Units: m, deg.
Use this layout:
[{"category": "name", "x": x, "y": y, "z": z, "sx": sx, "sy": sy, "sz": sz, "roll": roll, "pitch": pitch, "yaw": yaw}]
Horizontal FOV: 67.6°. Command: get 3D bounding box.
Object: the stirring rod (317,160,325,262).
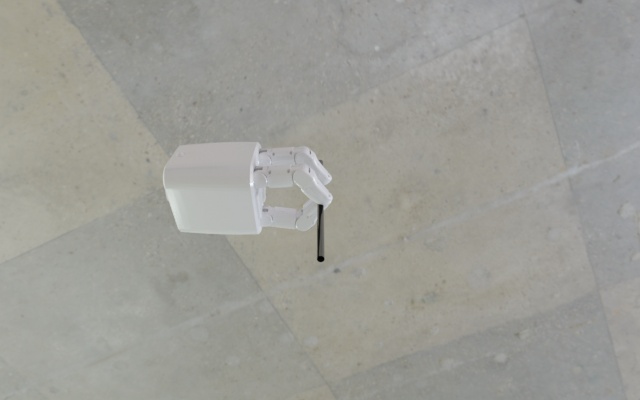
[{"category": "stirring rod", "x": 0.000, "y": 0.002, "z": 0.590, "sx": 0.011, "sy": 0.011, "sz": 0.239, "roll": 0, "pitch": 29, "yaw": 0}]
